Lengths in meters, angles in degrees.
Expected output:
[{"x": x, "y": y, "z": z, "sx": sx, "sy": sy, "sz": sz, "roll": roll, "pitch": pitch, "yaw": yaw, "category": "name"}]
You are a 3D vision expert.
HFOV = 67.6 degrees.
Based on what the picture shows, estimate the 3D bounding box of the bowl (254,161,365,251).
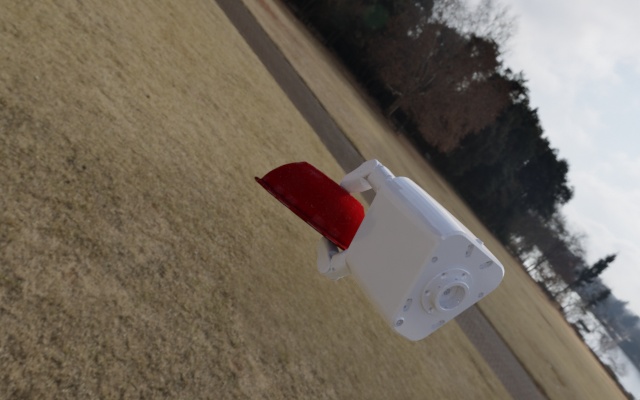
[{"x": 0.000, "y": 0.001, "z": 0.577, "sx": 0.162, "sy": 0.055, "sz": 0.162, "roll": 38, "pitch": -1, "yaw": 0, "category": "bowl"}]
